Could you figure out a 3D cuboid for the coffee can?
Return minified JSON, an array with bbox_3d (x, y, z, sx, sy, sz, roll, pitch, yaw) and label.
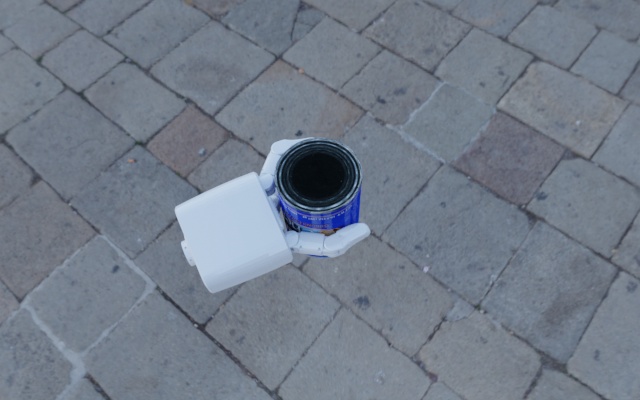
[{"bbox_3d":[0.000,0.002,0.609,0.103,0.102,0.140,0,-28,2],"label":"coffee can"}]
